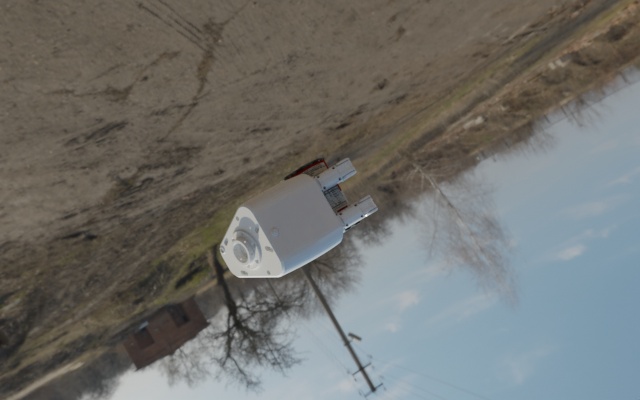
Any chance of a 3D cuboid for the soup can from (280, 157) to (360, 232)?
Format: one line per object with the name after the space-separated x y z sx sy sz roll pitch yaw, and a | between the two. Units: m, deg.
0.000 0.002 0.647 0.068 0.102 0.068 -30 -3 -2 | soup can
